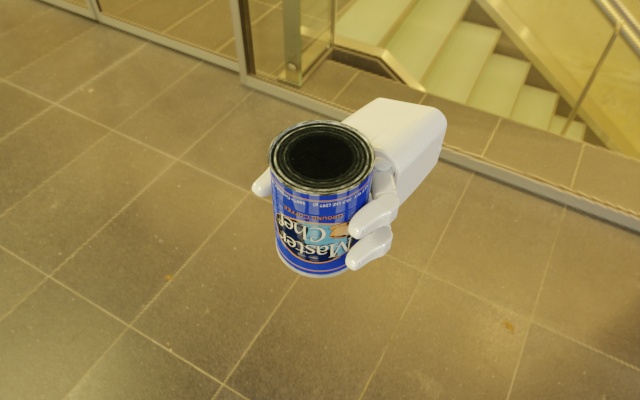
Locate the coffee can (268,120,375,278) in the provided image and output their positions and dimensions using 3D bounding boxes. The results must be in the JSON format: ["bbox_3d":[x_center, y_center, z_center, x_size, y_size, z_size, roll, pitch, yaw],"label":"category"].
[{"bbox_3d":[0.000,0.002,0.506,0.103,0.102,0.140,0,-41,-1],"label":"coffee can"}]
